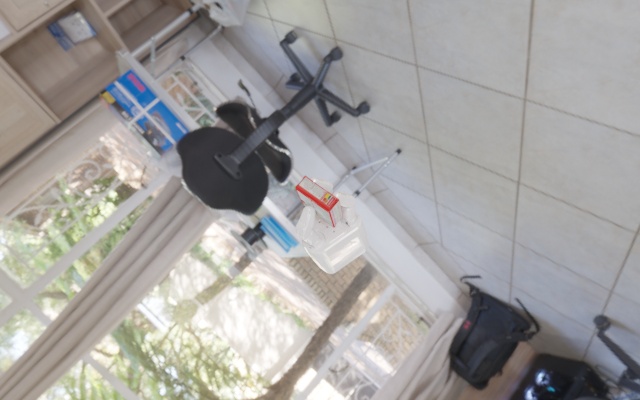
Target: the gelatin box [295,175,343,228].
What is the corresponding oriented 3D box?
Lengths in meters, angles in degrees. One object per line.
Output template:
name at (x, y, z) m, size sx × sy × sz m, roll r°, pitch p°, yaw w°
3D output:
gelatin box at (0.000, 0.003, 0.809) m, size 0.073 × 0.030 × 0.089 m, roll 36°, pitch -12°, yaw 19°
